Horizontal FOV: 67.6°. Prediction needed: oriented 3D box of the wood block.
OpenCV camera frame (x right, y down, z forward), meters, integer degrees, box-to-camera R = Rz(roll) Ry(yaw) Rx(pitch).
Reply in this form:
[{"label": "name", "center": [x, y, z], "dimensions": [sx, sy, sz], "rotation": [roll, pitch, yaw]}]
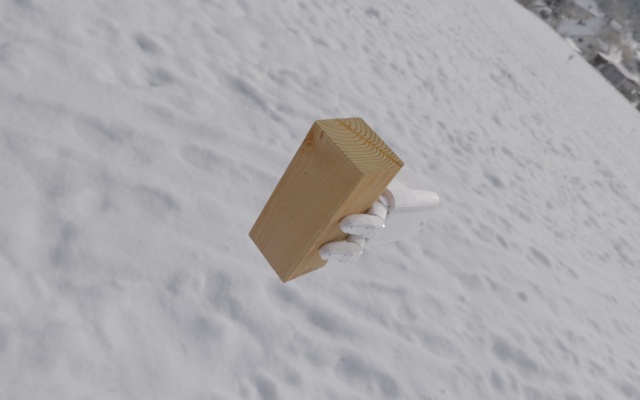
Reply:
[{"label": "wood block", "center": [0.000, 0.002, 0.617], "dimensions": [0.090, 0.090, 0.206], "rotation": [-15, -32, -47]}]
